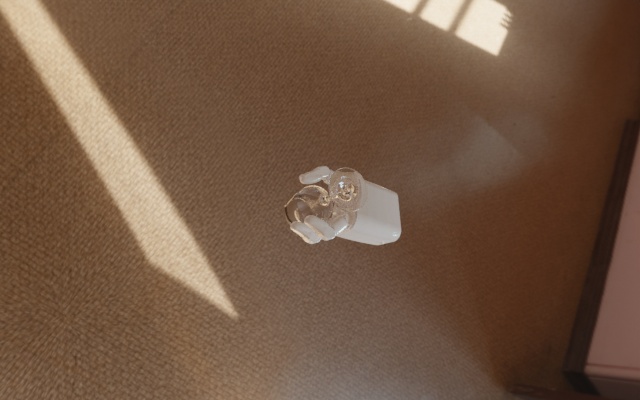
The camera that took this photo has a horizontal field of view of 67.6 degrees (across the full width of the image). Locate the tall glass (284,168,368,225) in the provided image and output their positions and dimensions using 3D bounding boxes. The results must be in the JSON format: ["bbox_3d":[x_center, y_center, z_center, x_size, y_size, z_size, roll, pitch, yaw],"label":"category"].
[{"bbox_3d":[0.000,0.003,0.863,0.079,0.079,0.201,0,-12,-28],"label":"tall glass"}]
